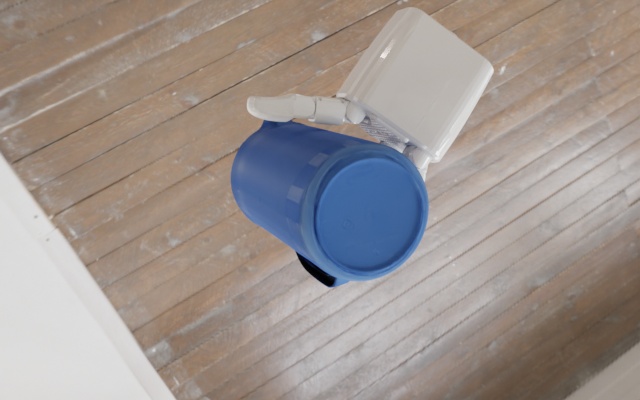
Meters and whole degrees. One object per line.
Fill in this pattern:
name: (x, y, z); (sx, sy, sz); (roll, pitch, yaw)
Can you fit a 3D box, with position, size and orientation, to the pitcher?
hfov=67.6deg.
pitcher: (0.000, 0.001, 0.467); (0.149, 0.145, 0.243); (34, -2, -22)
